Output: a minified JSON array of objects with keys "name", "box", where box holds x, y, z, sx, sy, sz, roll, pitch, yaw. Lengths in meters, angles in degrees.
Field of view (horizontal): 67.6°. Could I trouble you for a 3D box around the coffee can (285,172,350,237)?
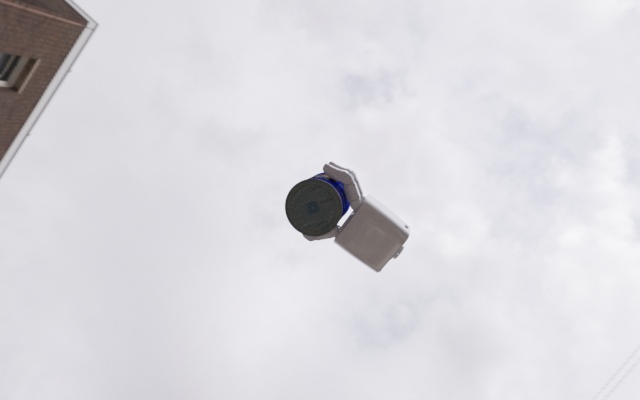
[{"name":"coffee can","box":[0.000,0.003,0.899,0.103,0.103,0.140,0,8,11]}]
